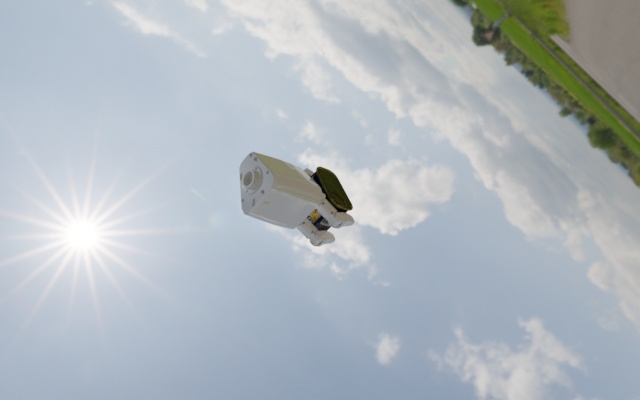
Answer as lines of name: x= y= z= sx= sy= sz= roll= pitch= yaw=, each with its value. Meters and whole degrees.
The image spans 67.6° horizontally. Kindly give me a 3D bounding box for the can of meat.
can of meat: x=0.000 y=0.003 z=0.885 sx=0.057 sy=0.102 sz=0.084 roll=16 pitch=-52 yaw=-46
